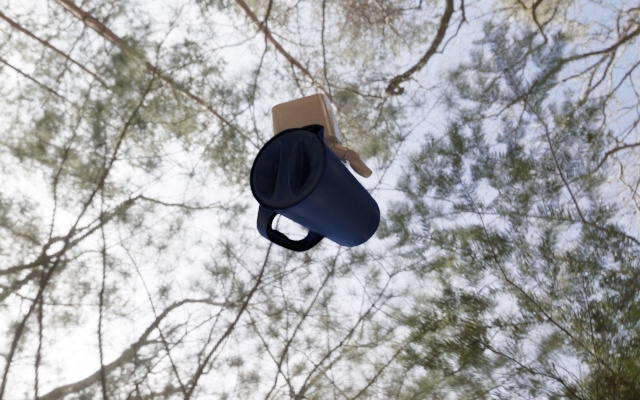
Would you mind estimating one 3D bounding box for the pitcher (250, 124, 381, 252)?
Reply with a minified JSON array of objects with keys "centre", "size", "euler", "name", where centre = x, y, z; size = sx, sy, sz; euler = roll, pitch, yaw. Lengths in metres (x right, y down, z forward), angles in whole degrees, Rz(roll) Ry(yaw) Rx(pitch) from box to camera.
[{"centre":[0.000,0.002,0.781],"size":[0.149,0.145,0.243],"euler":[-25,-33,19],"name":"pitcher"}]
